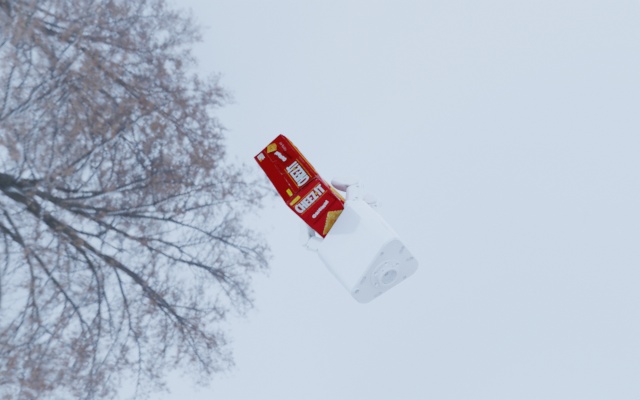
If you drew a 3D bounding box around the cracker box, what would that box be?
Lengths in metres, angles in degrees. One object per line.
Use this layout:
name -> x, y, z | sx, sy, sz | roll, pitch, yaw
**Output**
cracker box -> 0.000, 0.003, 0.808 | 0.214, 0.072, 0.164 | 46, 3, -39
